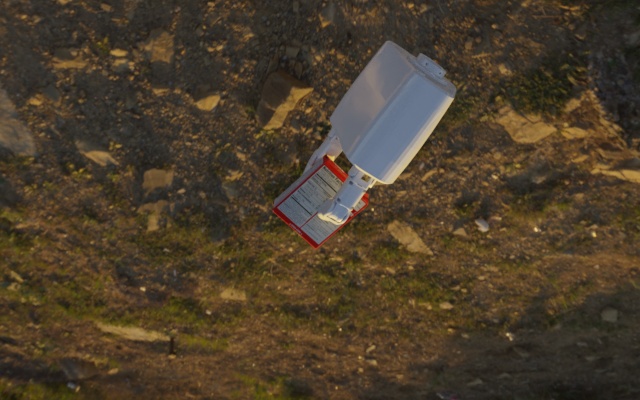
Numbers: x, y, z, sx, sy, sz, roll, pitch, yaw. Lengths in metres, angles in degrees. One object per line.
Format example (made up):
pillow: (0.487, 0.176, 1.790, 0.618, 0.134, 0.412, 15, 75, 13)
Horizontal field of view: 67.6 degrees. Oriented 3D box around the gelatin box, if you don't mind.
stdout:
gelatin box: (0.000, 0.002, 0.556, 0.089, 0.073, 0.030, -42, 19, 17)
